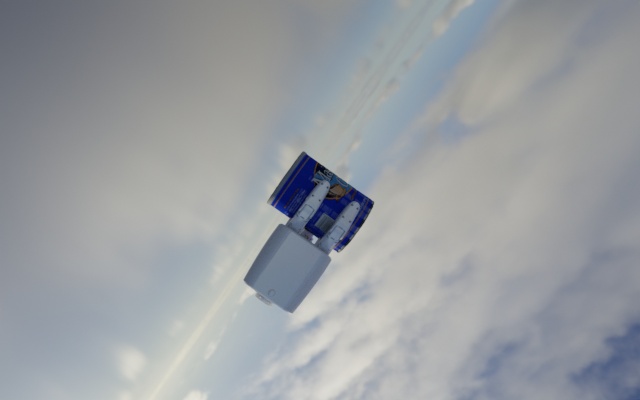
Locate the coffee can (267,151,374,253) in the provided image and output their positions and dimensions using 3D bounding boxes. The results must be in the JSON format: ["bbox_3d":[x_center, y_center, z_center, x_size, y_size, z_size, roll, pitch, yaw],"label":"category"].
[{"bbox_3d":[0.000,0.002,0.769,0.140,0.103,0.103,35,-2,-3],"label":"coffee can"}]
